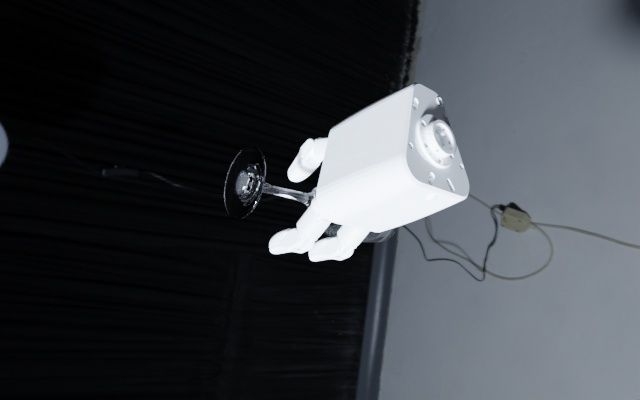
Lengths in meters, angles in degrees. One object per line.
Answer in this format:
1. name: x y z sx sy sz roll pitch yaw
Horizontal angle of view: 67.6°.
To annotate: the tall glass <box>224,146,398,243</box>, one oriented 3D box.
1. tall glass: -0.001 0.002 0.530 0.201 0.079 0.079 15 -9 -38
